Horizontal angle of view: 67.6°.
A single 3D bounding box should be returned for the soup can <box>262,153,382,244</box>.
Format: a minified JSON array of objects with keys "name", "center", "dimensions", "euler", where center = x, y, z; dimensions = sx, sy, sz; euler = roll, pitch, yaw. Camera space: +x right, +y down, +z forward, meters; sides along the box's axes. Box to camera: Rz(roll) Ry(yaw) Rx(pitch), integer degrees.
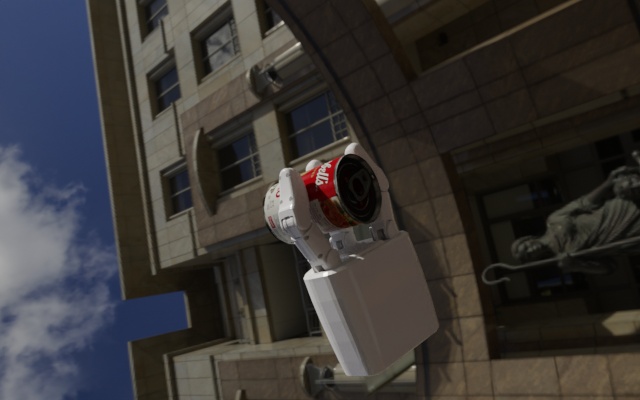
[{"name":"soup can","center":[0.000,0.001,0.474],"dimensions":[0.102,0.068,0.068],"euler":[-19,-13,39]}]
